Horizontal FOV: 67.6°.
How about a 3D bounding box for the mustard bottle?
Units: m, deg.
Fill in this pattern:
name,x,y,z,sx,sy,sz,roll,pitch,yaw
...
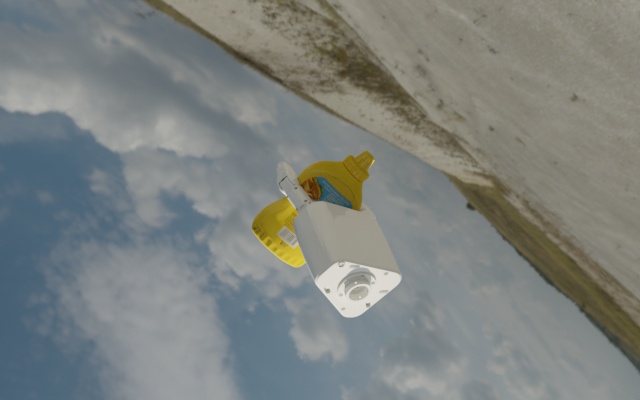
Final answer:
name,x,y,z,sx,sy,sz,roll,pitch,yaw
mustard bottle,0.000,0.002,0.664,0.192,0.096,0.058,-43,14,17
